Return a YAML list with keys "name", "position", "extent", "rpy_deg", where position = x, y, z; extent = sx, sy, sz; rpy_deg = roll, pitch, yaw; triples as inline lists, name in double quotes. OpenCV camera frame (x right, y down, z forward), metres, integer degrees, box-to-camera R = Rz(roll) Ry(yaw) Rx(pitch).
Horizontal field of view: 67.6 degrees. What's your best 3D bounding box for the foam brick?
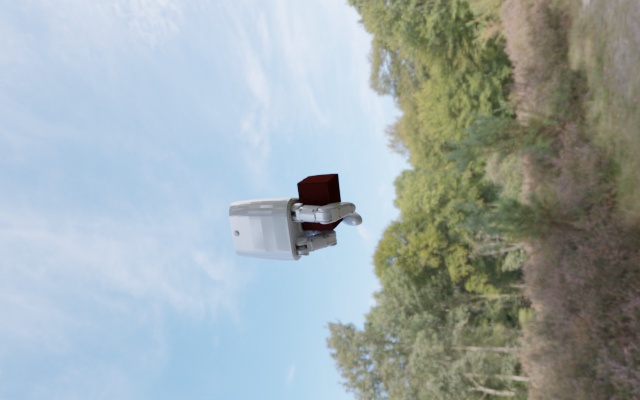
- name: "foam brick"
  position: [0.000, 0.002, 0.733]
  extent: [0.051, 0.078, 0.053]
  rpy_deg: [-1, 16, 22]
